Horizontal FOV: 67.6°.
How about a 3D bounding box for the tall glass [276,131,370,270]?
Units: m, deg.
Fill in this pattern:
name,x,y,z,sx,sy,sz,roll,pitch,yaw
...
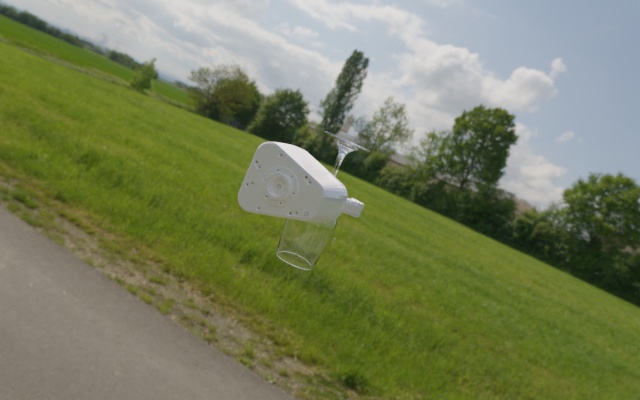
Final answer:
name,x,y,z,sx,sy,sz,roll,pitch,yaw
tall glass,0.000,0.002,0.722,0.079,0.201,0.079,24,6,-3
